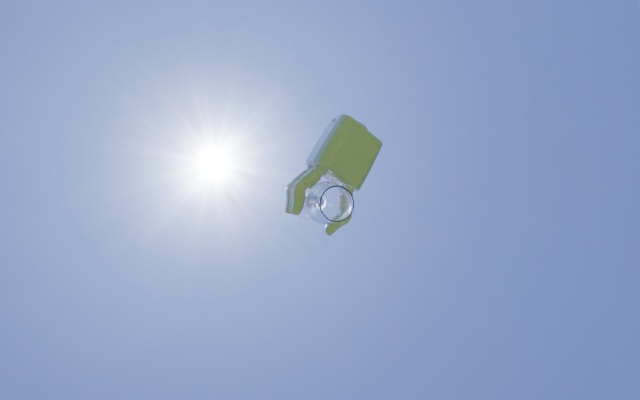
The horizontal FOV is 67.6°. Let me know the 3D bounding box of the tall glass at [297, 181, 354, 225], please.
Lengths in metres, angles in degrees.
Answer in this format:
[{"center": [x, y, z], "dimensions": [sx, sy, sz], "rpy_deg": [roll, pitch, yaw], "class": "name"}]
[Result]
[{"center": [0.000, 0.003, 0.897], "dimensions": [0.079, 0.079, 0.201], "rpy_deg": [0, 2, -16], "class": "tall glass"}]
